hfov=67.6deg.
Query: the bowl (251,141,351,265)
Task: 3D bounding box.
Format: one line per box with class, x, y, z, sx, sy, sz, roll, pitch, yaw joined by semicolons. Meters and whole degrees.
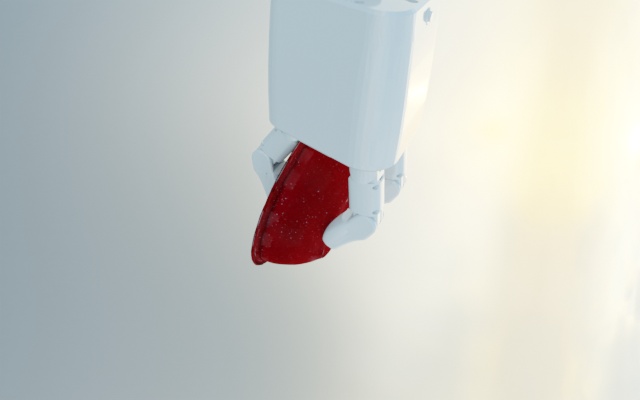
bowl;0.000;0.002;0.451;0.055;0.162;0.162;28;5;9
